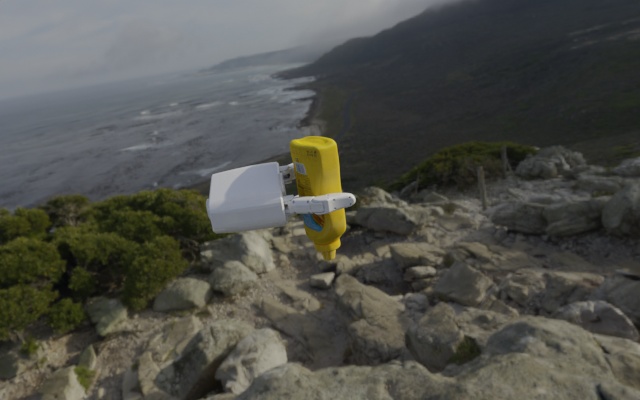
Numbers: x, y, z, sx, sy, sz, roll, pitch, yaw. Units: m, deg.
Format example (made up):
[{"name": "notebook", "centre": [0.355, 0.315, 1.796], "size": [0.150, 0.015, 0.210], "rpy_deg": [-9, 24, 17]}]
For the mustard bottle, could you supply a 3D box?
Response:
[{"name": "mustard bottle", "centre": [0.000, 0.002, 0.728], "size": [0.058, 0.192, 0.096], "rpy_deg": [-17, 20, -26]}]
